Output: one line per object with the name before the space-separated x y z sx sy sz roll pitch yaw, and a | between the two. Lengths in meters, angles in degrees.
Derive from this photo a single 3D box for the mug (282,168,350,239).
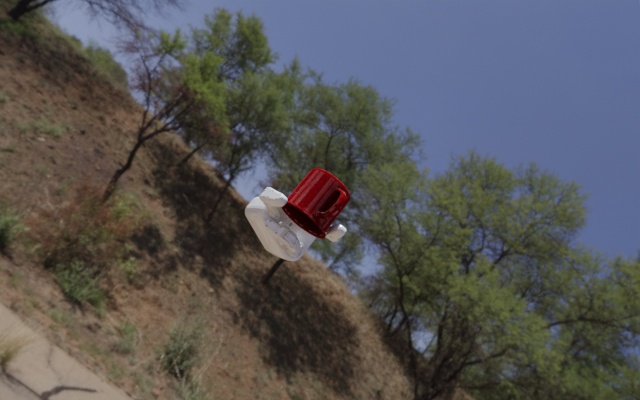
mug | 0.001 0.002 0.767 0.093 0.081 0.117 46 -19 -21
